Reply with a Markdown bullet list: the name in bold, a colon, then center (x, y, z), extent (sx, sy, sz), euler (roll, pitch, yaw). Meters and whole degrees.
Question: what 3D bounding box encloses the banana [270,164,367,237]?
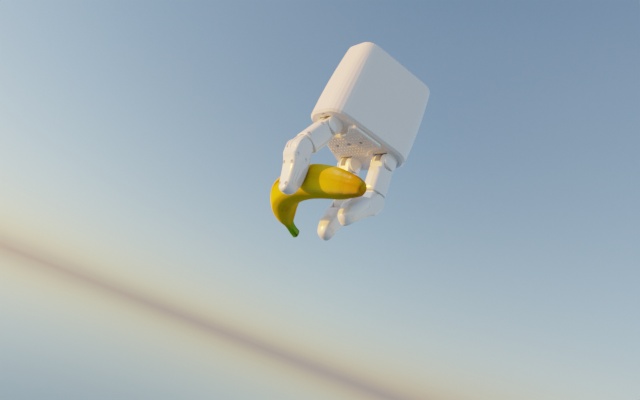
- **banana**: center (-0.016, -0.008, 0.538), extent (0.069, 0.037, 0.198), euler (35, -25, -10)
